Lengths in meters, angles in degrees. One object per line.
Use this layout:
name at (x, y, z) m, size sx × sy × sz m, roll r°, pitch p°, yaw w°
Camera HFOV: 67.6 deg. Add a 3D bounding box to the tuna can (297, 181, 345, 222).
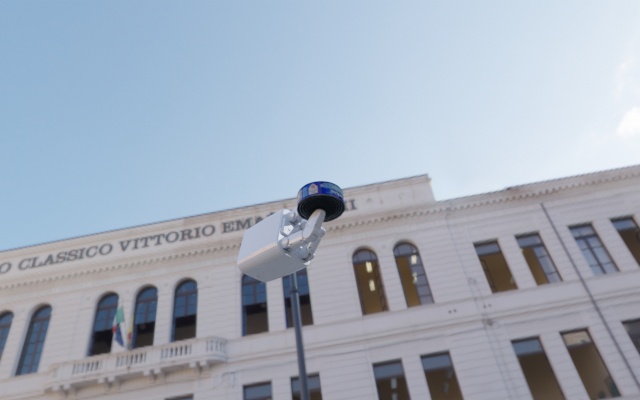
tuna can at (0.000, 0.002, 0.857) m, size 0.086 × 0.033 × 0.086 m, roll -2°, pitch -36°, yaw -1°
